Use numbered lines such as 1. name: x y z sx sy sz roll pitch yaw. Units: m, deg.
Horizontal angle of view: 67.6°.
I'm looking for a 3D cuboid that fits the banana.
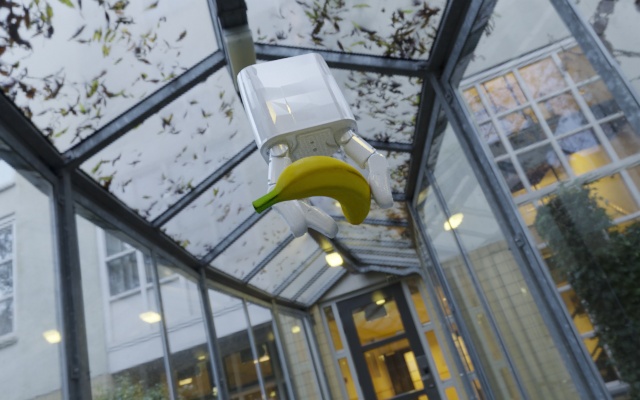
1. banana: 0.012 -0.009 0.481 0.070 0.037 0.198 -37 -24 22
